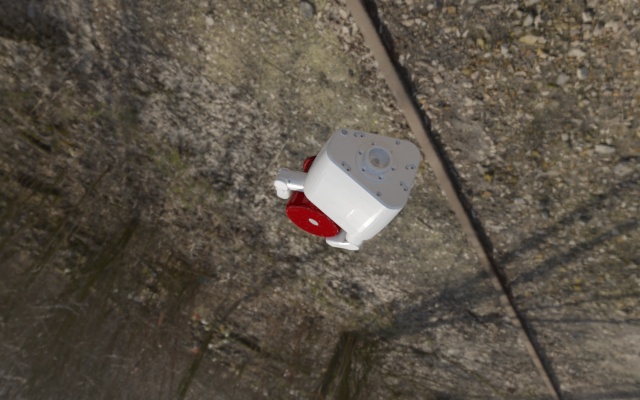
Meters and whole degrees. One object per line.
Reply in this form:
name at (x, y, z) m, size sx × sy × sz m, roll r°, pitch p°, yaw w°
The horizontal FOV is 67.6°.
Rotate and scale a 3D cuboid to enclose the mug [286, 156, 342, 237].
mug at (0.000, 0.003, 0.679) m, size 0.093 × 0.081 × 0.117 m, roll 26°, pitch -26°, yaw -2°
